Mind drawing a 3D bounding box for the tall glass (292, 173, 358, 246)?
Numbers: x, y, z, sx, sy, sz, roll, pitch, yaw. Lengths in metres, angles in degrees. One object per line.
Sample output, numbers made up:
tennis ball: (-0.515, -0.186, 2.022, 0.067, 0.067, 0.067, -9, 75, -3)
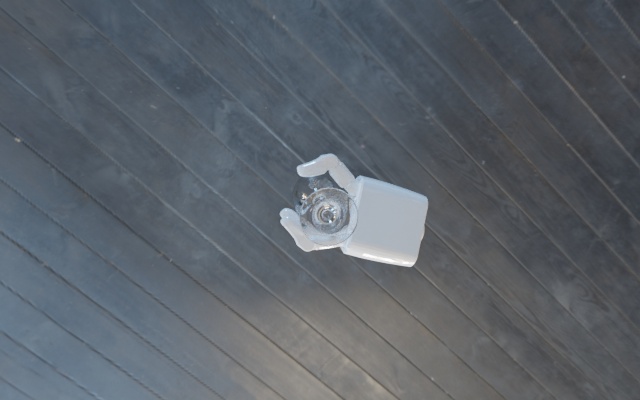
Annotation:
tall glass: (0.000, 0.002, 0.687, 0.079, 0.079, 0.201, 0, 11, -7)
